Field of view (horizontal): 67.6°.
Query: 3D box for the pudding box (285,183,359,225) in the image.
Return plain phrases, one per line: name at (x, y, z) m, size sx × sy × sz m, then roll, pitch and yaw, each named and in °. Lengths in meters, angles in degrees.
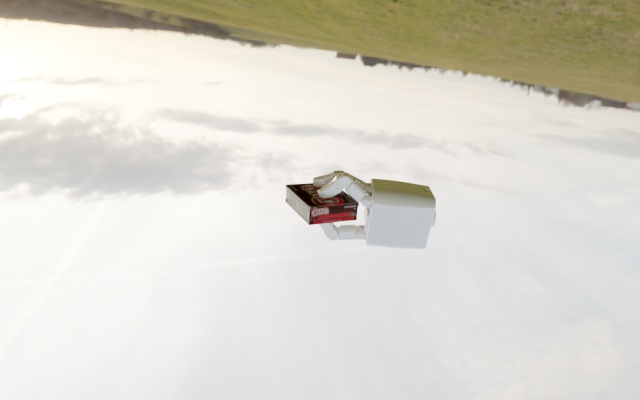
pudding box at (0.000, 0.003, 0.820) m, size 0.090 × 0.039 × 0.113 m, roll -4°, pitch 20°, yaw -25°
